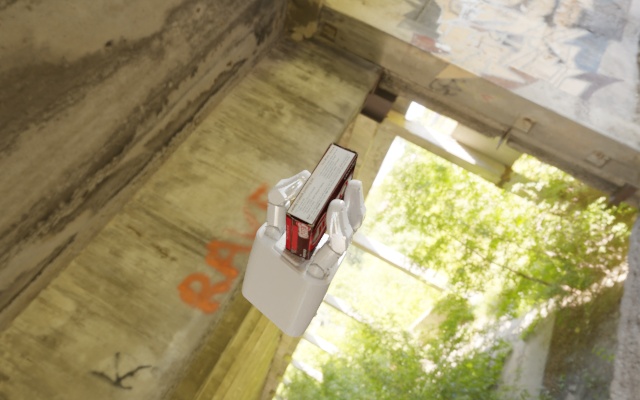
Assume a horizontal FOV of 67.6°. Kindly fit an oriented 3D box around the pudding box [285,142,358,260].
[{"bbox_3d":[0.000,0.002,0.555,0.039,0.113,0.090,25,-29,9],"label":"pudding box"}]
